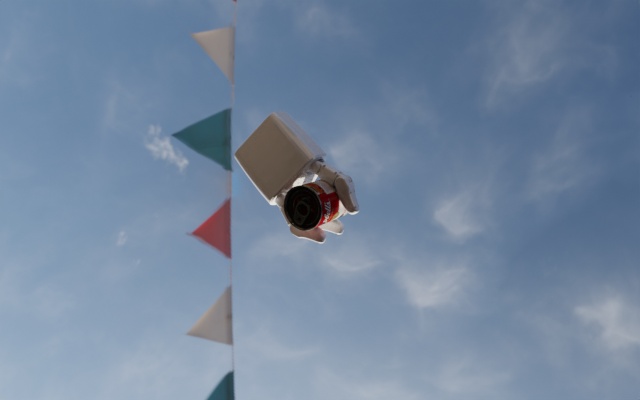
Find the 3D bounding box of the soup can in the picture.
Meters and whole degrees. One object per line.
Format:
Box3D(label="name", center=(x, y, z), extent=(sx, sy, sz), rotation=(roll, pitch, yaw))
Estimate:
Box3D(label="soup can", center=(0.001, 0.003, 0.737), extent=(0.068, 0.068, 0.102), rotation=(0, 10, 33))
